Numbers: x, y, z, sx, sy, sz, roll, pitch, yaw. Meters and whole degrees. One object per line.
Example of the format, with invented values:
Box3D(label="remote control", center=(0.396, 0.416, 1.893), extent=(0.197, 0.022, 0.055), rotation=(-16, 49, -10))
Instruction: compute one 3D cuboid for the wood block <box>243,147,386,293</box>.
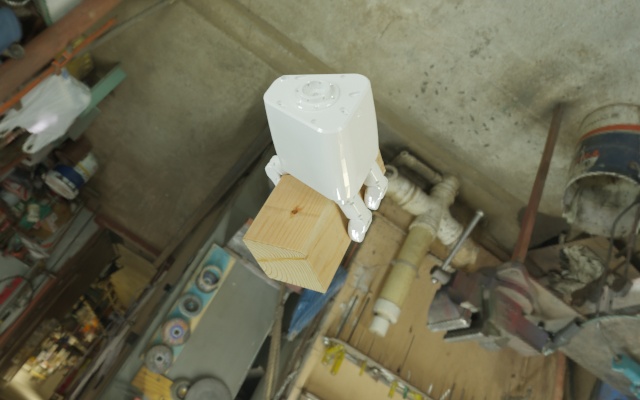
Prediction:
Box3D(label="wood block", center=(0.000, 0.002, 0.624), extent=(0.091, 0.206, 0.090), rotation=(10, -36, 30))
